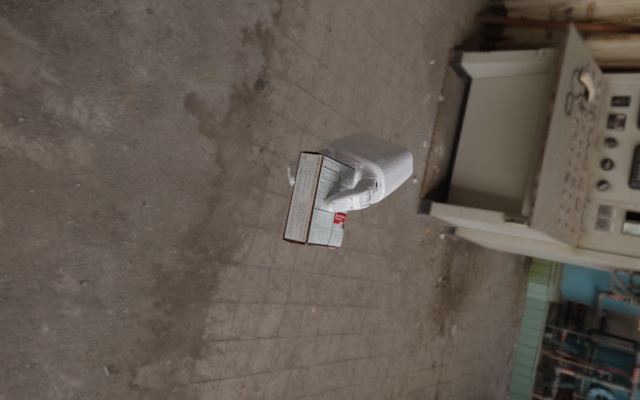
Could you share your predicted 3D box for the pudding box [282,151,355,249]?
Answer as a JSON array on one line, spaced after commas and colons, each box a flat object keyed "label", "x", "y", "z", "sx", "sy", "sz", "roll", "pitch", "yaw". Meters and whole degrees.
[{"label": "pudding box", "x": 0.000, "y": 0.002, "z": 0.600, "sx": 0.039, "sy": 0.113, "sz": 0.090, "roll": 7, "pitch": -5, "yaw": 31}]
